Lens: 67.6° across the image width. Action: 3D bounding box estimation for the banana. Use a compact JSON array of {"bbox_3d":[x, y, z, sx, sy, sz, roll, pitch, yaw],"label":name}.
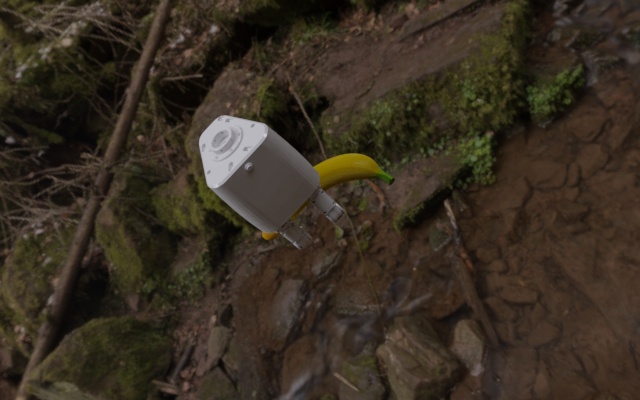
[{"bbox_3d":[-0.002,-0.014,0.654,0.198,0.069,0.037,-26,-32,12],"label":"banana"}]
